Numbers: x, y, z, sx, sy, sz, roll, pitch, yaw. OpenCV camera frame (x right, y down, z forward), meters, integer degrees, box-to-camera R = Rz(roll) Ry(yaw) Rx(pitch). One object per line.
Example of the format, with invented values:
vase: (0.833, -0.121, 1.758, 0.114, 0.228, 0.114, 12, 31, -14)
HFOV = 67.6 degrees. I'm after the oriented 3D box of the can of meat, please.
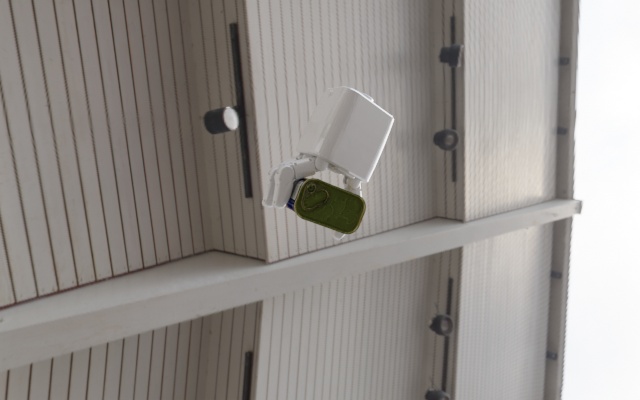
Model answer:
can of meat: (0.000, 0.002, 0.682, 0.102, 0.057, 0.084, 21, 2, -23)
